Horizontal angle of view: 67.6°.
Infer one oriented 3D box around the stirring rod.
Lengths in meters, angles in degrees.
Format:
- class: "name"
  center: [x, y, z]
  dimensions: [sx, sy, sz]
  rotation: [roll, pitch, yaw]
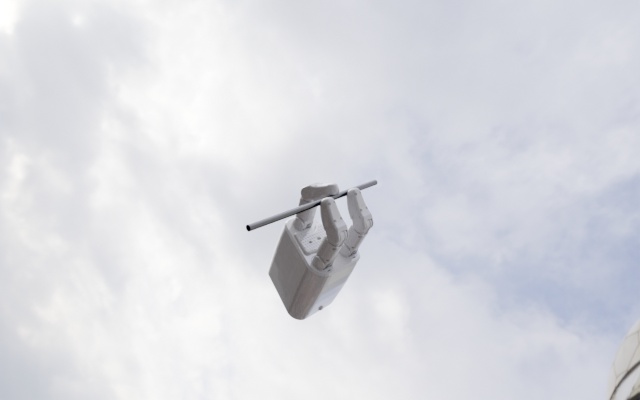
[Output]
- class: "stirring rod"
  center: [0.000, 0.002, 0.613]
  dimensions: [0.011, 0.011, 0.239]
  rotation: [0, 14, 43]
